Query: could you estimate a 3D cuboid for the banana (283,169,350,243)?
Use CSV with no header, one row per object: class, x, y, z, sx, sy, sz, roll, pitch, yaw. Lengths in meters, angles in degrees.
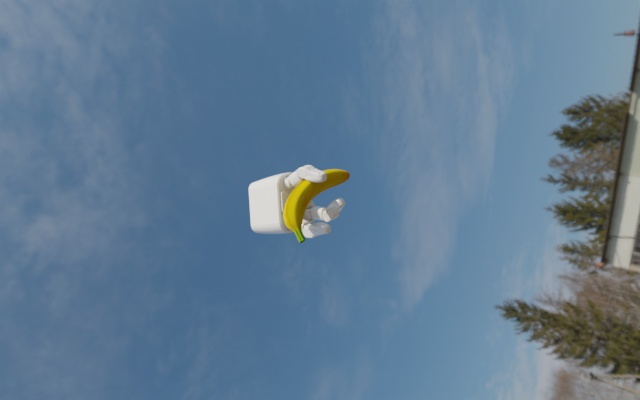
banana,-0.015,-0.008,0.876,0.037,0.069,0.197,-33,16,51
